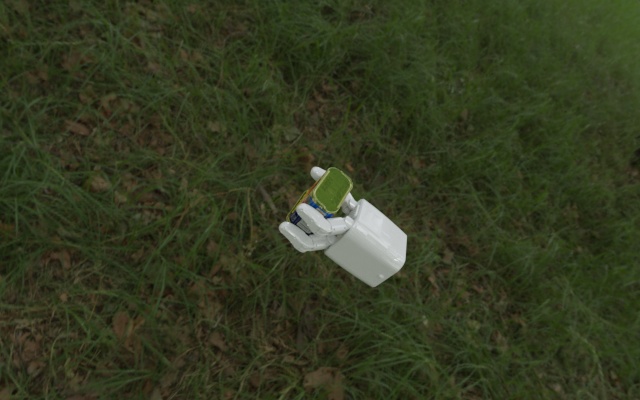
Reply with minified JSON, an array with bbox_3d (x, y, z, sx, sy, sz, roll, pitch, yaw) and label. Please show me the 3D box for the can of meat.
[{"bbox_3d":[0.000,0.002,0.791,0.084,0.057,0.102,-45,8,43],"label":"can of meat"}]
